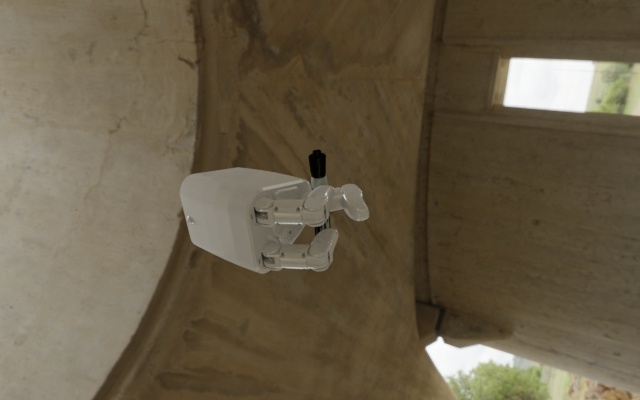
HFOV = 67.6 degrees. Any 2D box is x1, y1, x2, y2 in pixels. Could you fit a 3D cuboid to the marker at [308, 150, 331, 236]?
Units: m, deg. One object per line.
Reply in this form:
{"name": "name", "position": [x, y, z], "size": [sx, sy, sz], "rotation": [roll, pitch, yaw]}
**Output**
{"name": "marker", "position": [0.000, 0.002, 0.525], "size": [0.020, 0.121, 0.020], "rotation": [-4, 28, 2]}
